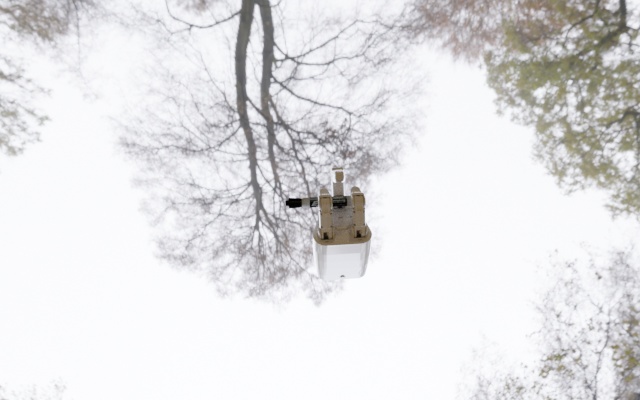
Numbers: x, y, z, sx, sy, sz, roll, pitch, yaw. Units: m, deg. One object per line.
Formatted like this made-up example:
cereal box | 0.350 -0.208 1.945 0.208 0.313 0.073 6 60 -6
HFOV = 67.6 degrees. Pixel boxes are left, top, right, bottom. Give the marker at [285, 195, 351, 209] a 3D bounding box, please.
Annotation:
marker | 0.000 0.003 0.820 0.121 0.020 0.020 -2 0 -1
